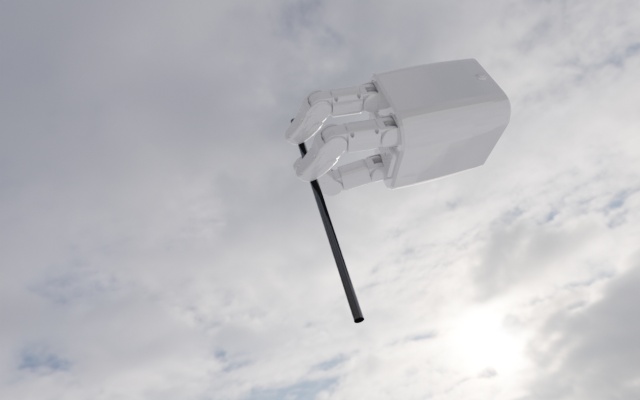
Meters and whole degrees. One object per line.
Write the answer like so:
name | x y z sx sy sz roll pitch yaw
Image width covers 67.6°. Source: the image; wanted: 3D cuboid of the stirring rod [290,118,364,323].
stirring rod | 0.000 0.001 0.424 0.011 0.239 0.011 -10 -42 -9
